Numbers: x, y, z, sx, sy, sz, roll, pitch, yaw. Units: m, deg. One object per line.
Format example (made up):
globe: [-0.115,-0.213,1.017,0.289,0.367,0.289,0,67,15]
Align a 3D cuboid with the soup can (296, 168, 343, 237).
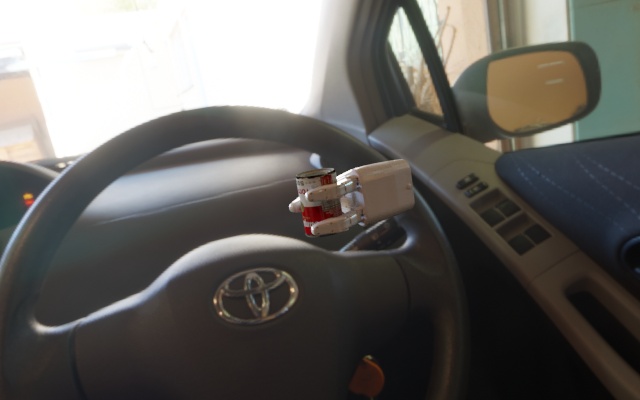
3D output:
soup can: [0.000,0.002,0.792,0.068,0.102,0.068,-9,12,2]
